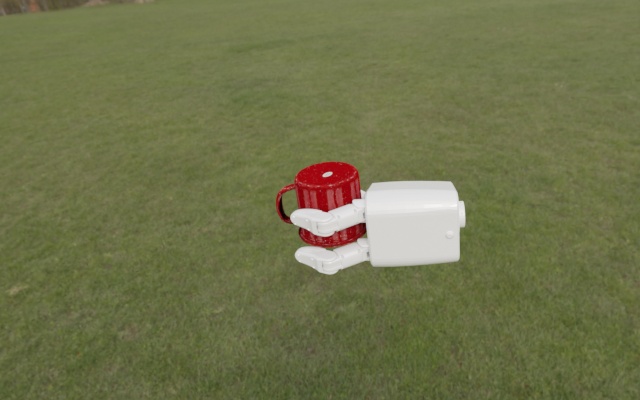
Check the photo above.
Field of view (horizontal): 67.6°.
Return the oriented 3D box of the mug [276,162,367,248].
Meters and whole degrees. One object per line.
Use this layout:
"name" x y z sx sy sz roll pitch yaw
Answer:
"mug" -0.001 0.002 0.612 0.117 0.081 0.093 -3 26 11
